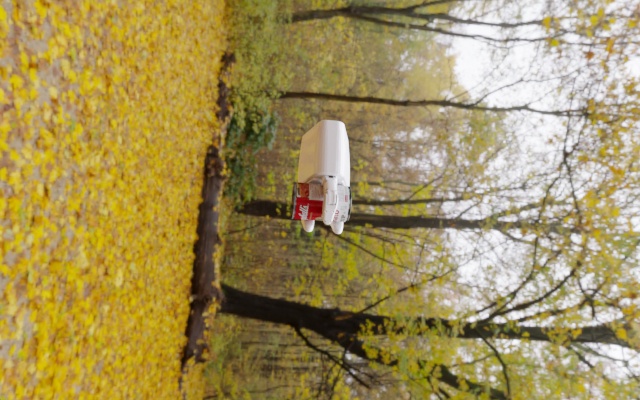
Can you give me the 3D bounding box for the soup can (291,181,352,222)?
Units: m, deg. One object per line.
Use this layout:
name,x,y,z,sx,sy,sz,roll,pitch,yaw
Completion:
soup can,0.000,0.003,0.867,0.102,0.068,0.068,4,-1,-7
